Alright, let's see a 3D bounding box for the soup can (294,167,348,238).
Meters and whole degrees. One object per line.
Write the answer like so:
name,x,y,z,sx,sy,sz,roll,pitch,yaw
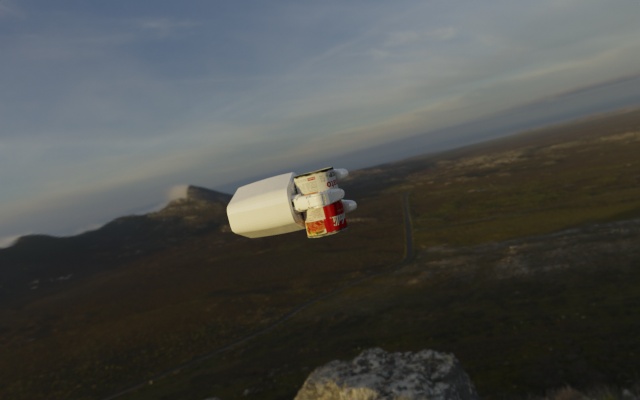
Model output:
soup can,0.001,0.002,0.775,0.068,0.102,0.068,-14,4,1
